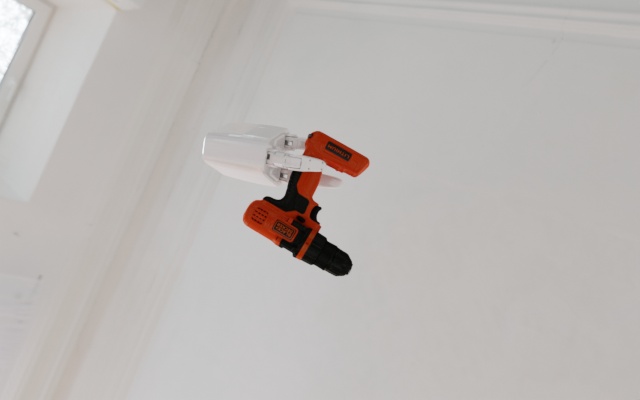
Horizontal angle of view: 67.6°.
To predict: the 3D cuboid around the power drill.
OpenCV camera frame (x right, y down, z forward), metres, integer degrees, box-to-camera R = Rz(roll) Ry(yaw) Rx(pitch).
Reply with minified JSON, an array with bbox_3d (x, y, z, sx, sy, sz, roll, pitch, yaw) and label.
[{"bbox_3d":[0.000,0.002,0.738,0.184,0.187,0.057,30,-10,-1],"label":"power drill"}]
